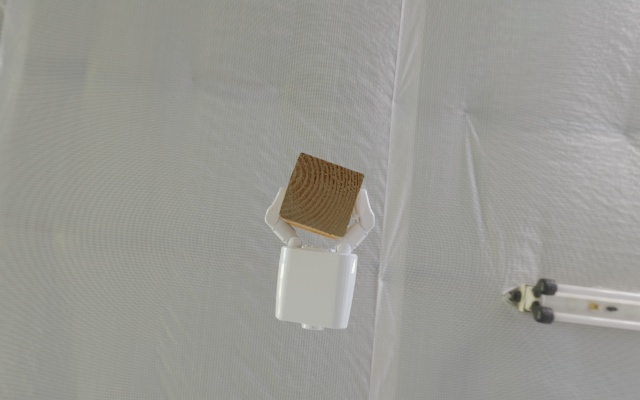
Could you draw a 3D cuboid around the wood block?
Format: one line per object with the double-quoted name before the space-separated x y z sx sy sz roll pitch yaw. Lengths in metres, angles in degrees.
"wood block" 0.000 0.003 0.707 0.091 0.090 0.206 19 -6 1
